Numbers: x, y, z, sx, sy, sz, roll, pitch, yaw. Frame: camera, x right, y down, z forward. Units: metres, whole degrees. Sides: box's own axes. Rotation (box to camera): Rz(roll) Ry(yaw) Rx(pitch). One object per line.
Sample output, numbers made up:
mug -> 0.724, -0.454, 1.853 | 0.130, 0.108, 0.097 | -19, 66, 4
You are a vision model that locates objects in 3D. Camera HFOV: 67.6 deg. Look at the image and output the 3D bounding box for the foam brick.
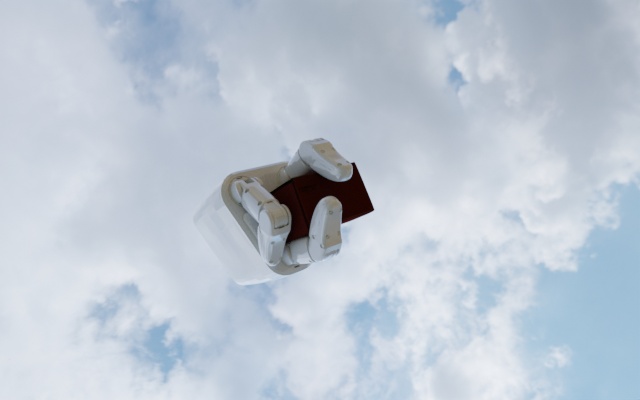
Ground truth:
foam brick -> 0.000, 0.001, 0.455 | 0.078, 0.053, 0.051 | -16, -7, -35
